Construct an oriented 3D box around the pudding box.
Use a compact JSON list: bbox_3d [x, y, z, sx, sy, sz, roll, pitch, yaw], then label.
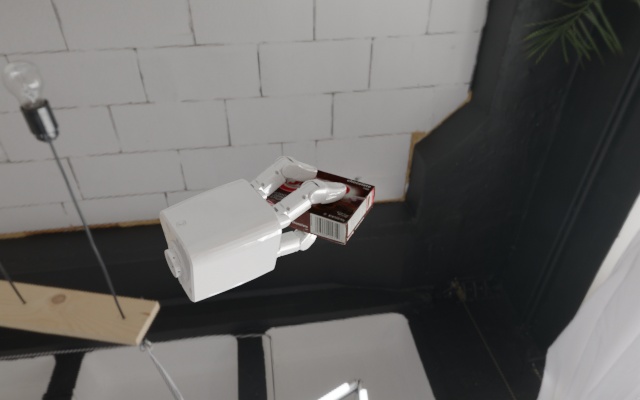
[{"bbox_3d":[0.000,0.002,0.601,0.113,0.039,0.090,19,40,20],"label":"pudding box"}]
